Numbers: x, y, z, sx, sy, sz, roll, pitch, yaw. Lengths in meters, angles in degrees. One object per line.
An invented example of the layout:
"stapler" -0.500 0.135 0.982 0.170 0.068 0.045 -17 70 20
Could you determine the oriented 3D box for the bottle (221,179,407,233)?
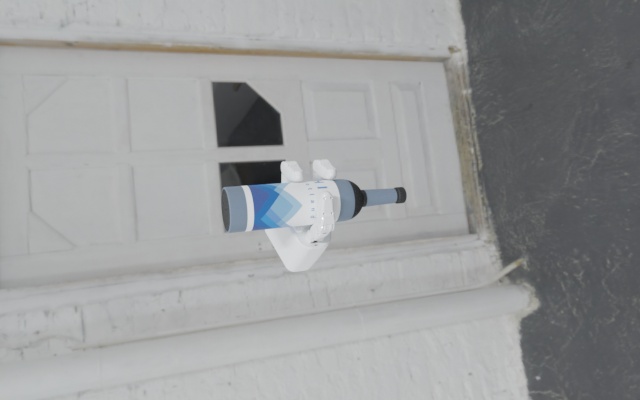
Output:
"bottle" 0.000 0.002 0.738 0.296 0.069 0.069 -5 2 -22
